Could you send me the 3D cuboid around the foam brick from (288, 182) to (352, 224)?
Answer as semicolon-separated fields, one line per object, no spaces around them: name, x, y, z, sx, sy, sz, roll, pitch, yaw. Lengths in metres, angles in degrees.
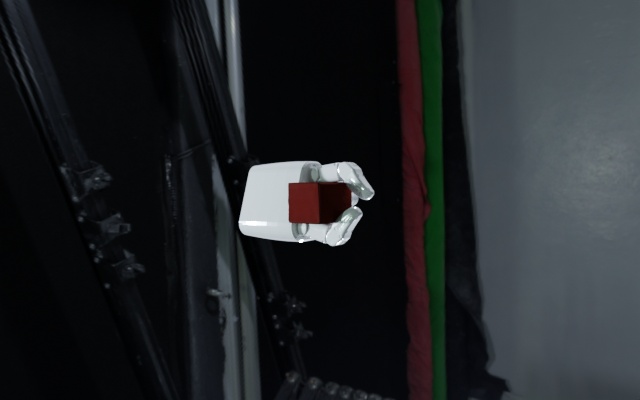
foam brick;0.000;0.002;0.624;0.051;0.053;0.078;2;3;35
